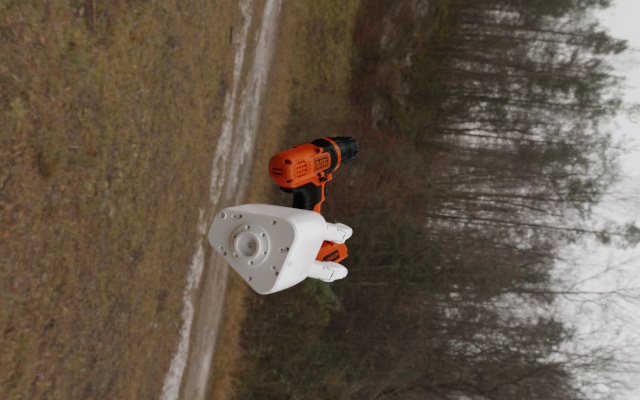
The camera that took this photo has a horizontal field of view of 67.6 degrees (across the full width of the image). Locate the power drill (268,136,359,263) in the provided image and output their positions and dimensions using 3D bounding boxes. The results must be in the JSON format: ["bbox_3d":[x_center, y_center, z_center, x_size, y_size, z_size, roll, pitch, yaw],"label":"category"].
[{"bbox_3d":[0.000,0.003,0.708,0.057,0.188,0.184,9,20,38],"label":"power drill"}]
